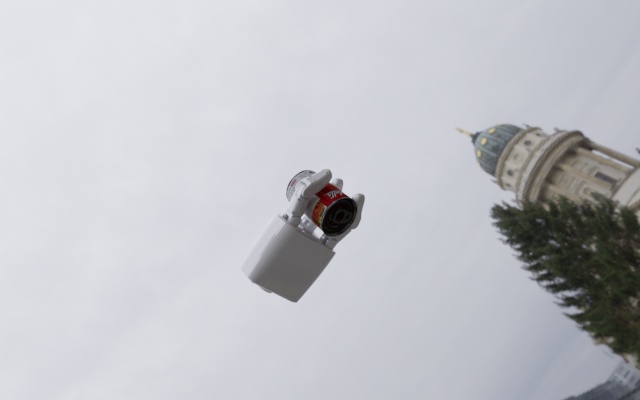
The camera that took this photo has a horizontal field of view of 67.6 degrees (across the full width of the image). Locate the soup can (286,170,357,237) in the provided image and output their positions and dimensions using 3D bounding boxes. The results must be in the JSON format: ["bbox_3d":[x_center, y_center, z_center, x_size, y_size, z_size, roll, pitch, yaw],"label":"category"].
[{"bbox_3d":[0.000,0.002,0.752,0.068,0.068,0.102,0,28,-41],"label":"soup can"}]
